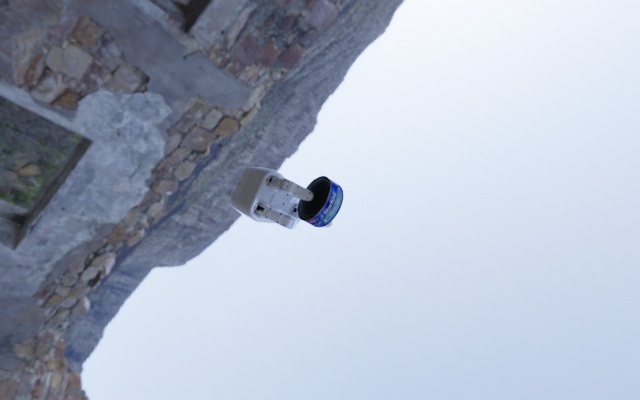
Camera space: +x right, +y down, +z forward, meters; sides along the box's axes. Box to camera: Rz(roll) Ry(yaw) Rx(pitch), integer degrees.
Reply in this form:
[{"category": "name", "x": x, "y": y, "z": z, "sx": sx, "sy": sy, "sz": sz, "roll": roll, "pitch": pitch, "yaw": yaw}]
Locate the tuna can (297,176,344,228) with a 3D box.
[{"category": "tuna can", "x": 0.001, "y": 0.003, "z": 0.819, "sx": 0.034, "sy": 0.086, "sz": 0.086, "roll": 30, "pitch": -16, "yaw": -30}]
